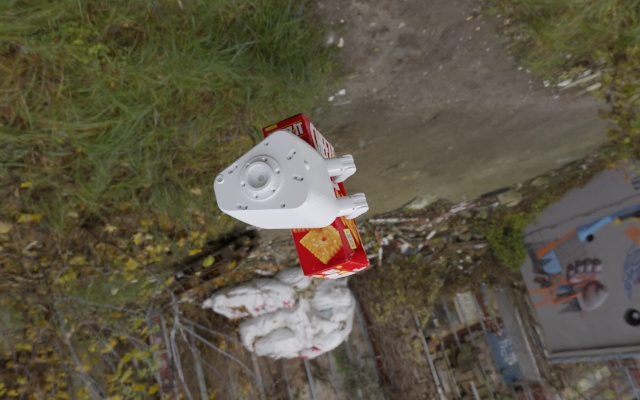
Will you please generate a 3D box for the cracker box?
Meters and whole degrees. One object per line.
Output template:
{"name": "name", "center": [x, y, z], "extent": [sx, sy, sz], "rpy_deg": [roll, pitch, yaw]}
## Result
{"name": "cracker box", "center": [0.000, 0.002, 0.696], "extent": [0.072, 0.213, 0.164], "rpy_deg": [-19, -15, 11]}
